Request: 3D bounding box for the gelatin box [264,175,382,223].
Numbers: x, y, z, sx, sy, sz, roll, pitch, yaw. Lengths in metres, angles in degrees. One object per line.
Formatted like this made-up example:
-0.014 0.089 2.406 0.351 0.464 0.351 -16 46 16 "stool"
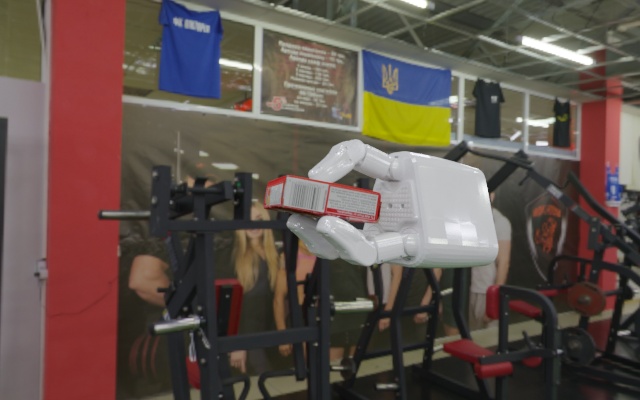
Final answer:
0.000 0.001 0.431 0.089 0.030 0.073 10 -5 -18 "gelatin box"
